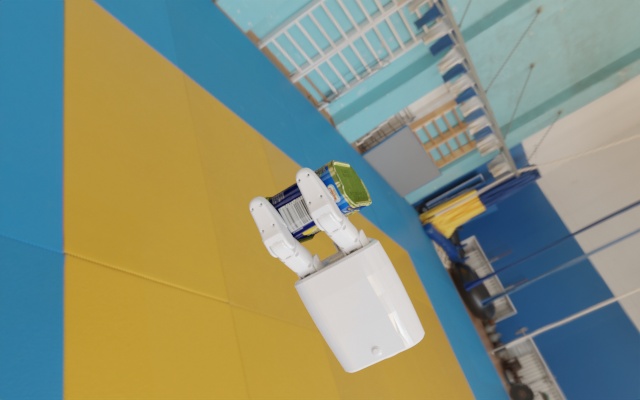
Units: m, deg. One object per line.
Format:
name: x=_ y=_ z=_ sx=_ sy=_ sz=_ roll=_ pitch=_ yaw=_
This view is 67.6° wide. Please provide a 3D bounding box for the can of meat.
can of meat: x=0.000 y=0.001 z=0.508 sx=0.084 sy=0.057 sz=0.102 roll=-30 pitch=-7 yaw=17
